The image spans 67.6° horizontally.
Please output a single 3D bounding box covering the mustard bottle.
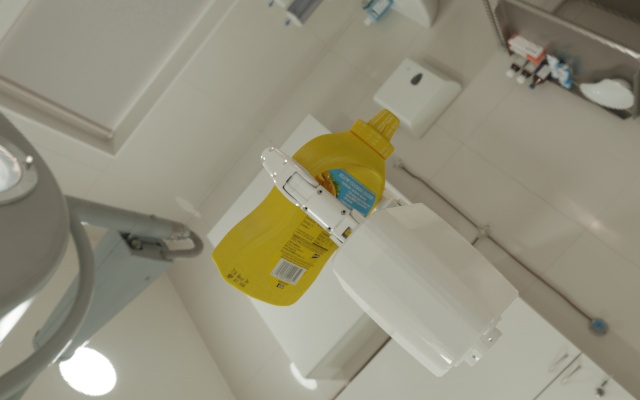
[{"bbox_3d":[0.000,0.001,0.411,0.096,0.191,0.058,34,9,-43],"label":"mustard bottle"}]
